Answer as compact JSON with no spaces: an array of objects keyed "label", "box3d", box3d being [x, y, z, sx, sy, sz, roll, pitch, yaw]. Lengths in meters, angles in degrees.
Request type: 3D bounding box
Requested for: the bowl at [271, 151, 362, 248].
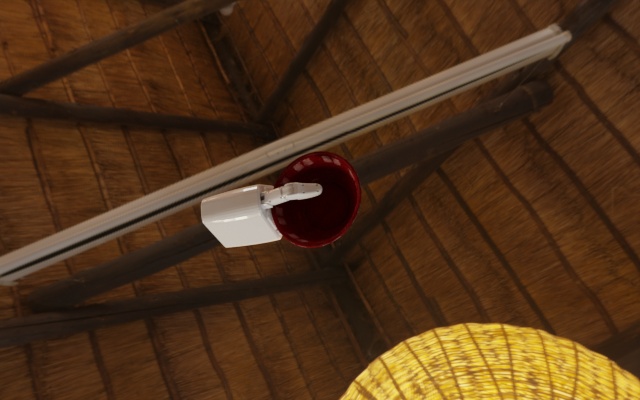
[{"label":"bowl","box3d":[0.002,0.003,0.794,0.162,0.162,0.055,0,-15,25]}]
